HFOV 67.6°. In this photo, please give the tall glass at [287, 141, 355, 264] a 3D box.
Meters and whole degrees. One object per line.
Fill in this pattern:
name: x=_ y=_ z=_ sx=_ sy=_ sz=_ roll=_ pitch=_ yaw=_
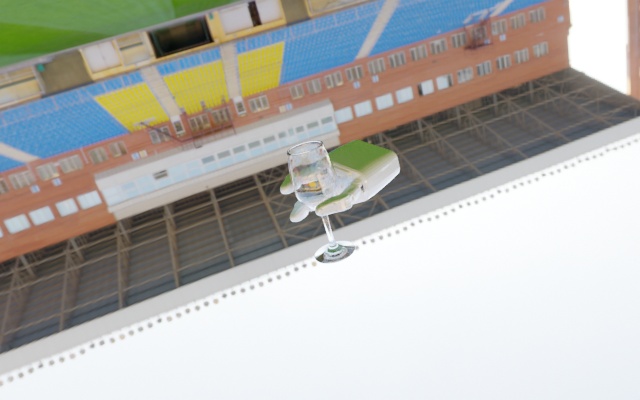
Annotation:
tall glass: x=0.000 y=0.003 z=0.809 sx=0.079 sy=0.201 sz=0.079 roll=-14 pitch=22 yaw=6
